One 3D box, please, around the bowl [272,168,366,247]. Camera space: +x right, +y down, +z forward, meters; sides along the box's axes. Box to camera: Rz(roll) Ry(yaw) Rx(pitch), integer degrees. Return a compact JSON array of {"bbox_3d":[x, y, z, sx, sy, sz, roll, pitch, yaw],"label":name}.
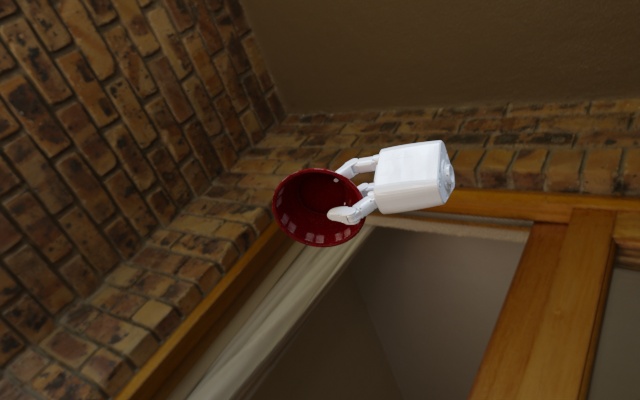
[{"bbox_3d":[-0.001,0.003,0.830,0.162,0.162,0.055,0,33,8],"label":"bowl"}]
